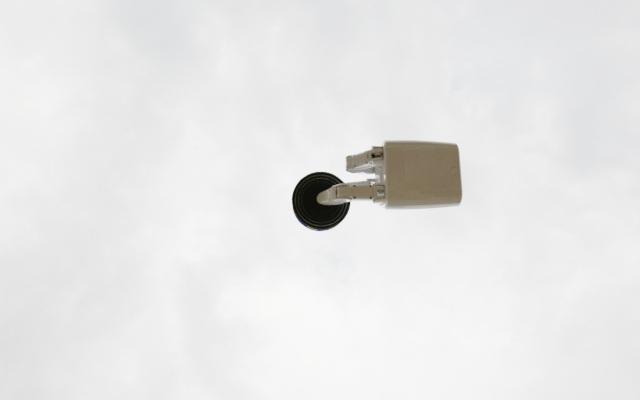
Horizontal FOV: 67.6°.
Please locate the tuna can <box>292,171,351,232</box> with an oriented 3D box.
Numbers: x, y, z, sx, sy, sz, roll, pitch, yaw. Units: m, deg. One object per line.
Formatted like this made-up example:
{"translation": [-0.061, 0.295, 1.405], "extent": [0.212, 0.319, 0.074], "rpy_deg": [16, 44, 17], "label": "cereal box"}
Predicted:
{"translation": [0.000, 0.002, 0.705], "extent": [0.086, 0.086, 0.034], "rpy_deg": [0, -10, -4], "label": "tuna can"}
